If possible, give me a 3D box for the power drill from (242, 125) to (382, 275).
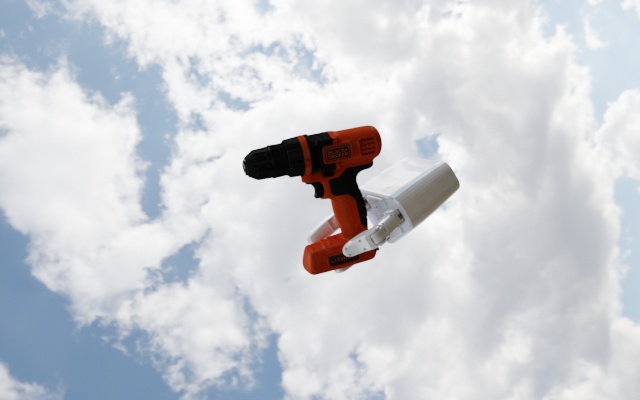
[{"bbox_3d":[0.000,0.002,0.637,0.184,0.188,0.057,-12,22,-11],"label":"power drill"}]
